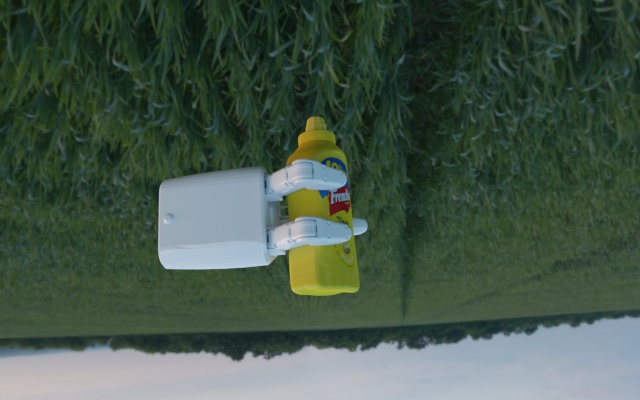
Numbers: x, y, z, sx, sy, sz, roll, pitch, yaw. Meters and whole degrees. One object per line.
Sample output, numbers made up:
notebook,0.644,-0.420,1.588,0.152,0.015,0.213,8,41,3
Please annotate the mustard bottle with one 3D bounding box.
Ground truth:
mustard bottle,0.000,0.002,0.508,0.058,0.191,0.096,-12,-17,28
